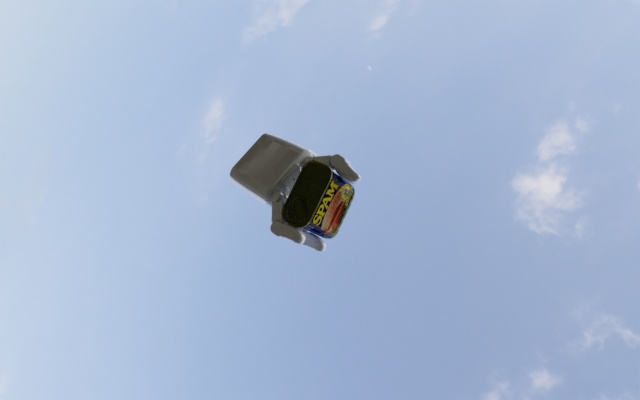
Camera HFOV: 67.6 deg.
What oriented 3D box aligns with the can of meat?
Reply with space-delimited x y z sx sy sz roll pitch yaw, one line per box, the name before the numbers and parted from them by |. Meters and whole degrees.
can of meat | 0.000 0.002 0.730 0.057 0.102 0.084 24 -4 37
